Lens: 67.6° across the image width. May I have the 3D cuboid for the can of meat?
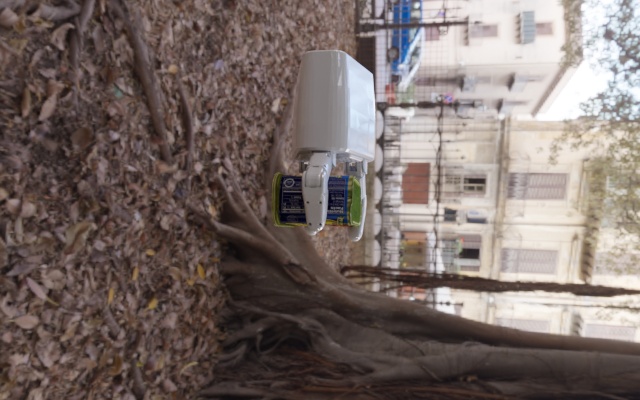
[{"bbox_3d":[0.000,0.002,0.529,0.084,0.057,0.102,1,-4,11],"label":"can of meat"}]
